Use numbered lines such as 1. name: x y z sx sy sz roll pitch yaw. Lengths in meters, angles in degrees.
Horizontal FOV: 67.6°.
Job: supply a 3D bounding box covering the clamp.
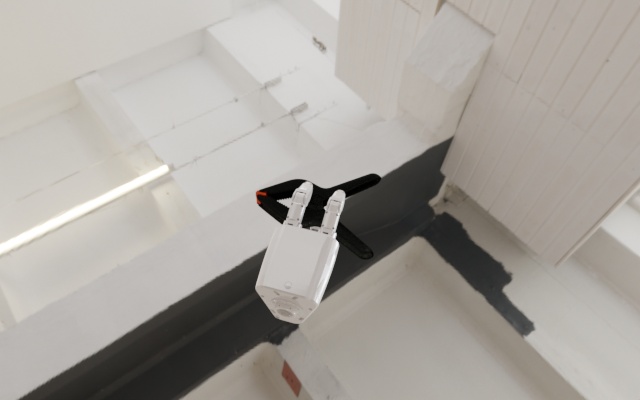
1. clamp: -0.001 0.003 0.790 0.210 0.164 0.036 14 -36 7
